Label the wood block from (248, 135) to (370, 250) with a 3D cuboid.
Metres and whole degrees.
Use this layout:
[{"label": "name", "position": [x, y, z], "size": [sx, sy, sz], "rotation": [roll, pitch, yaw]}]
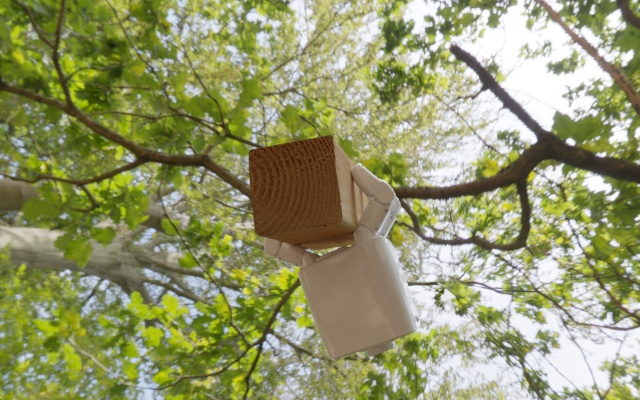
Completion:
[{"label": "wood block", "position": [0.000, 0.002, 0.558], "size": [0.091, 0.090, 0.206], "rotation": [-9, -12, 13]}]
